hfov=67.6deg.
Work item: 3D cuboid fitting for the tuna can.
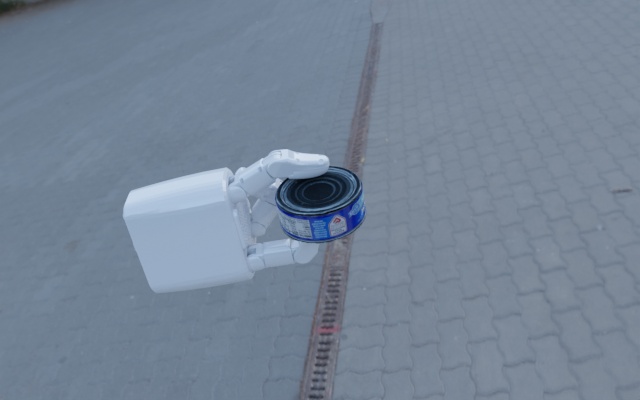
[{"bbox_3d":[0.000,0.001,0.461,0.086,0.034,0.086,-7,34,5],"label":"tuna can"}]
